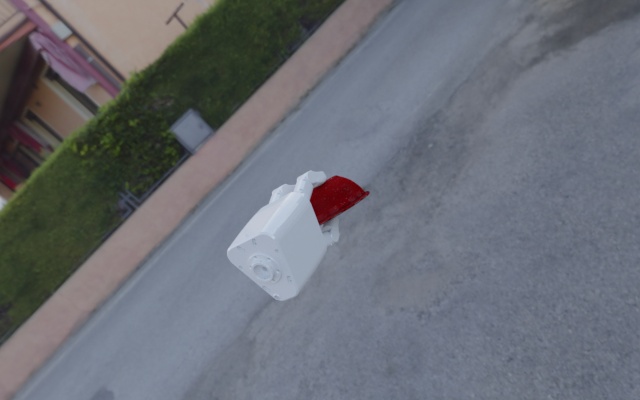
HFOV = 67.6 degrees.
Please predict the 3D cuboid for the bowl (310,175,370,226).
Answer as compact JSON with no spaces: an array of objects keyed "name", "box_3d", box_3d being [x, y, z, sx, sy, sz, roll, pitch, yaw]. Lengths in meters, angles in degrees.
[{"name":"bowl","box_3d":[0.000,0.002,0.806,0.162,0.055,0.162,-29,3,2]}]
